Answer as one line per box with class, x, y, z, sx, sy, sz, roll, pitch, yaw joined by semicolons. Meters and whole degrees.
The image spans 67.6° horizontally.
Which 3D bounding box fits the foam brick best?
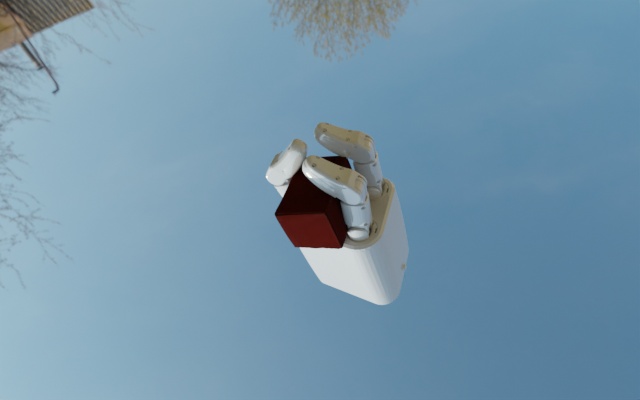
foam brick;0.000;0.002;0.457;0.053;0.078;0.051;0;-44;25
